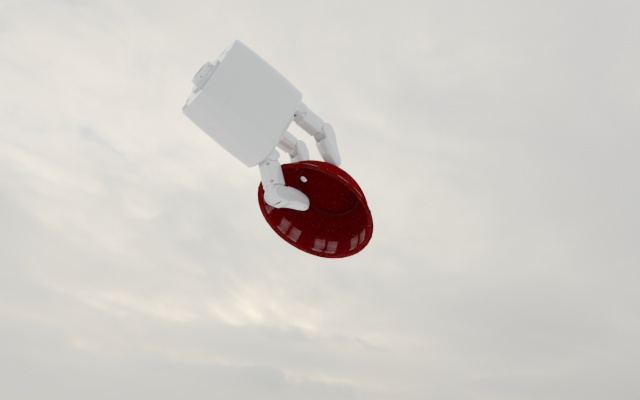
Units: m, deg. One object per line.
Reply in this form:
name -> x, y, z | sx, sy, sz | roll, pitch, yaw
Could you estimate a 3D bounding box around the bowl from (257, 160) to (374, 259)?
bowl -> 0.001, 0.003, 0.635 | 0.162, 0.162, 0.055 | 0, 38, 28
